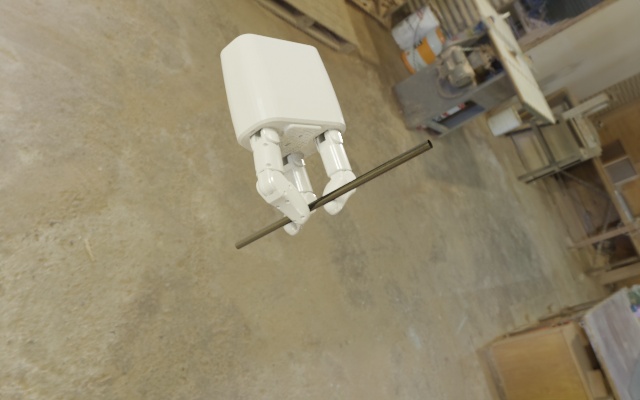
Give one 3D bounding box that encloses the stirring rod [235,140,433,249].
[{"bbox_3d":[0.000,0.001,0.456,0.239,0.011,0.011,-28,-16,32],"label":"stirring rod"}]
